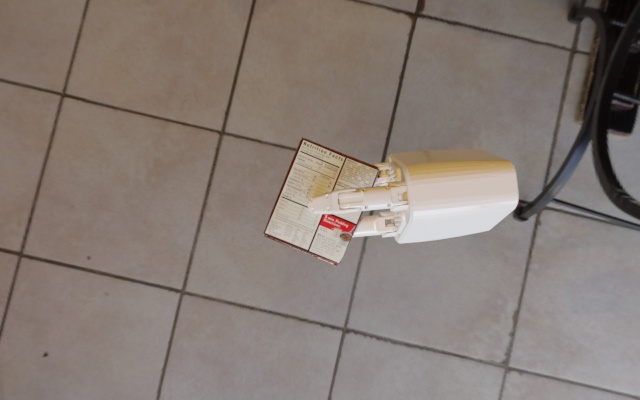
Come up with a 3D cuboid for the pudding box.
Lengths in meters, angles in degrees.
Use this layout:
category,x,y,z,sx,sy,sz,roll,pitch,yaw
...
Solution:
category,x,y,z,sx,sy,sz,roll,pitch,yaw
pudding box,0.000,0.002,0.506,0.090,0.113,0.039,22,-4,0
